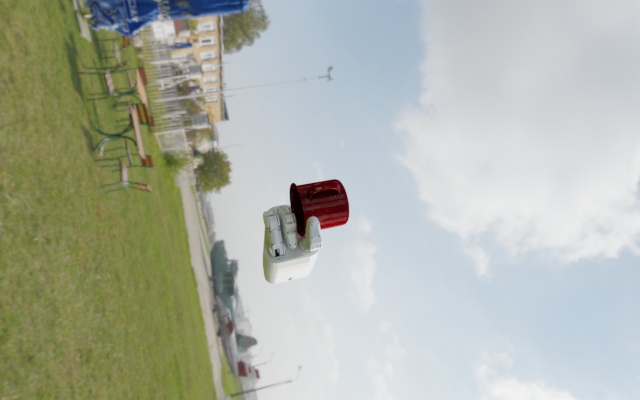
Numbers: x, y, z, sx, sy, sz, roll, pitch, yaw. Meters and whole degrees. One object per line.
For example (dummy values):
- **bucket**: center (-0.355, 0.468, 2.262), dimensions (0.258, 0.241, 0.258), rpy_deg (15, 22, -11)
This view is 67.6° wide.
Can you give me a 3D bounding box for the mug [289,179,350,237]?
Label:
- **mug**: center (0.001, 0.002, 0.800), dimensions (0.081, 0.093, 0.117), rpy_deg (-10, -30, -16)
